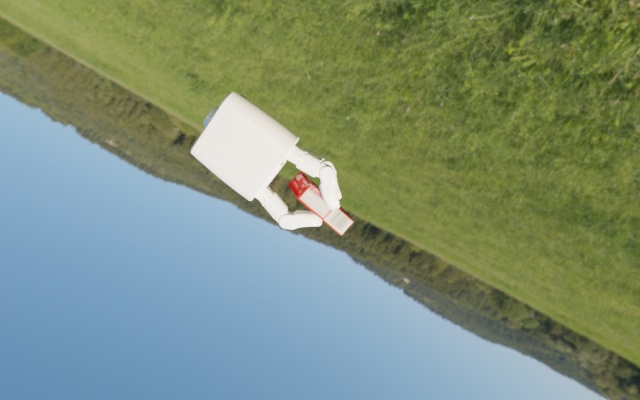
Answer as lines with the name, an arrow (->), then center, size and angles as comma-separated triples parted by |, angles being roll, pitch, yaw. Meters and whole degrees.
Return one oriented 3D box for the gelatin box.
gelatin box -> 0.000, 0.003, 0.682 | 0.089, 0.030, 0.073 | 41, 4, -20
